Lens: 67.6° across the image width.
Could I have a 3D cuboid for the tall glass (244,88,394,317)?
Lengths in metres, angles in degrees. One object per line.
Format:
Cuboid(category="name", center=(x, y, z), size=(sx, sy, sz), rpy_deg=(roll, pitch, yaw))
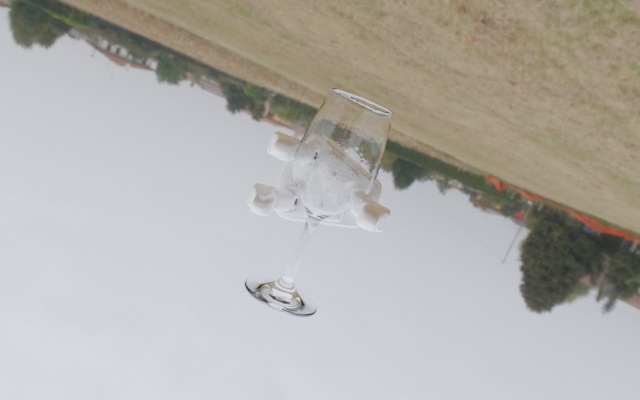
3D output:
Cuboid(category="tall glass", center=(0.000, 0.002, 0.445), size=(0.079, 0.201, 0.079), rpy_deg=(22, 8, -3))
